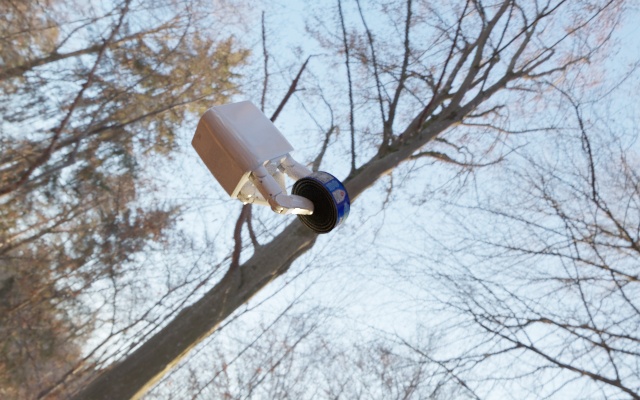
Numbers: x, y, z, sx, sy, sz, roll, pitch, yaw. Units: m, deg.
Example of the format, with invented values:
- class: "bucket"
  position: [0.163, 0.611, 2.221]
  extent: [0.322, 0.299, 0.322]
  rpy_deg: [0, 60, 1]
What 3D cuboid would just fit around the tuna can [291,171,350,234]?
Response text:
- class: "tuna can"
  position: [0.001, 0.002, 0.674]
  extent: [0.086, 0.086, 0.033]
  rpy_deg: [0, 23, 45]
